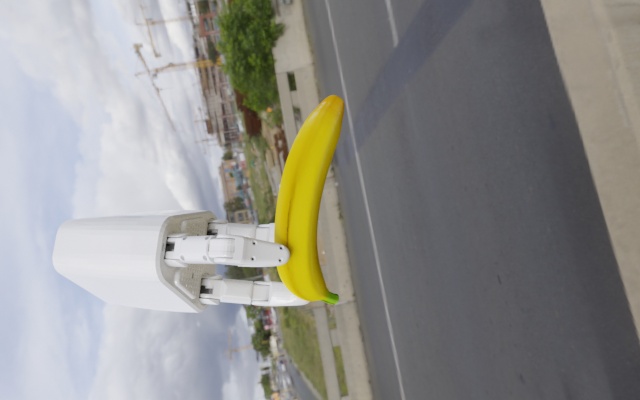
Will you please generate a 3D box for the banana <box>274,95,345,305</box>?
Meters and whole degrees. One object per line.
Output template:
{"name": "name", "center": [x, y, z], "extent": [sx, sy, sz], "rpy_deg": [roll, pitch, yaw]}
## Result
{"name": "banana", "center": [-0.011, 0.008, 0.418], "extent": [0.037, 0.198, 0.069], "rpy_deg": [13, 19, 32]}
